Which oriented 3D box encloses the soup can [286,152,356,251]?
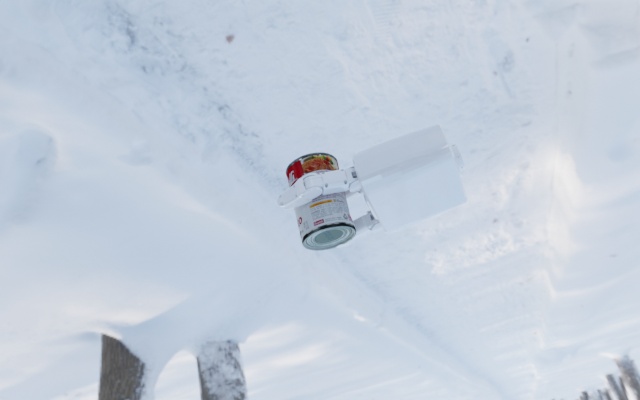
[{"bbox_3d":[0.000,0.002,0.586,0.068,0.102,0.068,-11,-27,-6],"label":"soup can"}]
